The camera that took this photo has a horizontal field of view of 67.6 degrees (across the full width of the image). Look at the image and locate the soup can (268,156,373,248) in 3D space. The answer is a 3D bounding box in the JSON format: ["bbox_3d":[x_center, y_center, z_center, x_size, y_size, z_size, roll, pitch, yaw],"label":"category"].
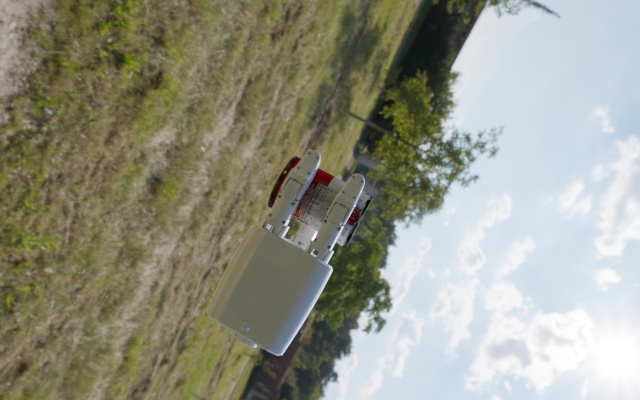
[{"bbox_3d":[0.001,0.002,0.550,0.102,0.068,0.068,28,3,6],"label":"soup can"}]
